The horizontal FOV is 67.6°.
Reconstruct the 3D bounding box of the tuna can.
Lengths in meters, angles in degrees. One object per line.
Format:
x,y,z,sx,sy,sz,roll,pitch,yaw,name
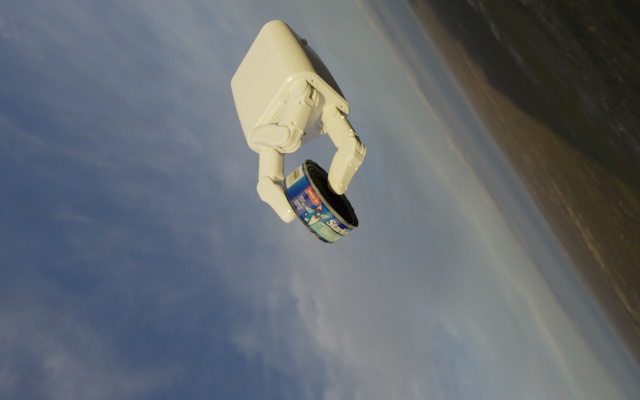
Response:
0.000,0.002,0.491,0.034,0.086,0.086,-37,-11,15,tuna can
